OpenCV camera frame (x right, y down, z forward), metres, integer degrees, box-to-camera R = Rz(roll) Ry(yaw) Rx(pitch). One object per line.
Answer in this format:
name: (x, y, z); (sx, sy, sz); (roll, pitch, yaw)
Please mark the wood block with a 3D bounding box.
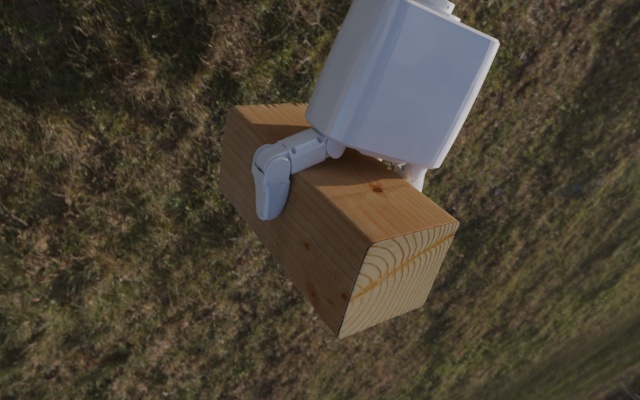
wood block: (0.000, 0.001, 0.406); (0.091, 0.090, 0.206); (-10, 39, -34)
